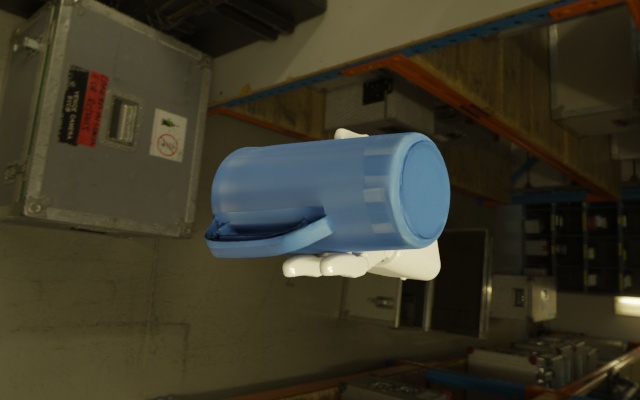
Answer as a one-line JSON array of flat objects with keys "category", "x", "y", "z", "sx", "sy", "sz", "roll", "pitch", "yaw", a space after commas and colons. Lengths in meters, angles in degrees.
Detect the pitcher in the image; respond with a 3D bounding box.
[{"category": "pitcher", "x": 0.000, "y": 0.002, "z": 0.504, "sx": 0.243, "sy": 0.149, "sz": 0.145, "roll": -4, "pitch": -19, "yaw": 41}]
